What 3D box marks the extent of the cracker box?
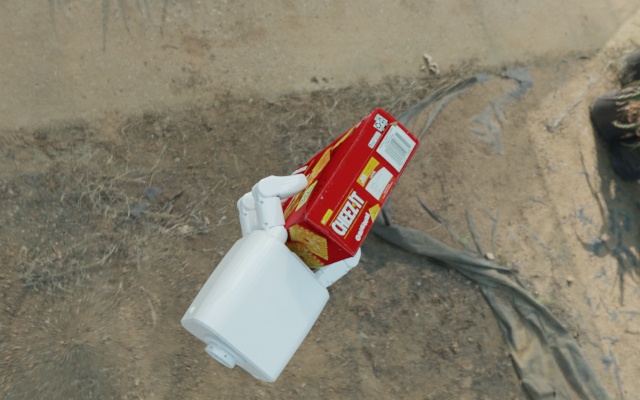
[{"bbox_3d":[0.000,0.002,0.566,0.072,0.164,0.214,40,-29,-12],"label":"cracker box"}]
